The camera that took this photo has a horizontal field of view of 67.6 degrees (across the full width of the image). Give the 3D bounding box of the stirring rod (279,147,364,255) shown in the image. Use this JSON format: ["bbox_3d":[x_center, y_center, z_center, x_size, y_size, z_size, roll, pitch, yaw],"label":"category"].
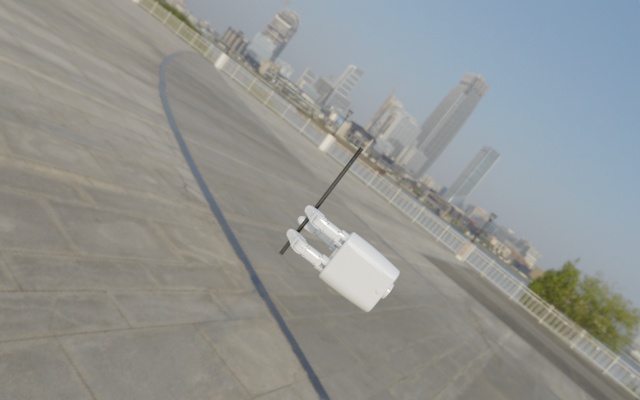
[{"bbox_3d":[0.000,0.003,0.854,0.011,0.239,0.011,37,8,-6],"label":"stirring rod"}]
